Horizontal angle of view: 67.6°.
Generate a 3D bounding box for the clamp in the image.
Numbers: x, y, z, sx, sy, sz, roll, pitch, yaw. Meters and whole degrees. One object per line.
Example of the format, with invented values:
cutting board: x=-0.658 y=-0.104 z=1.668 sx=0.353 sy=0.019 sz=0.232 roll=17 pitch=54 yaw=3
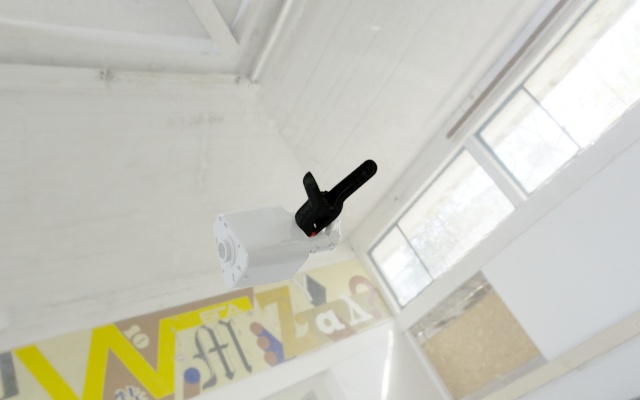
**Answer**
clamp: x=0.000 y=0.002 z=0.705 sx=0.120 sy=0.039 sz=0.171 roll=-2 pitch=-38 yaw=-35
